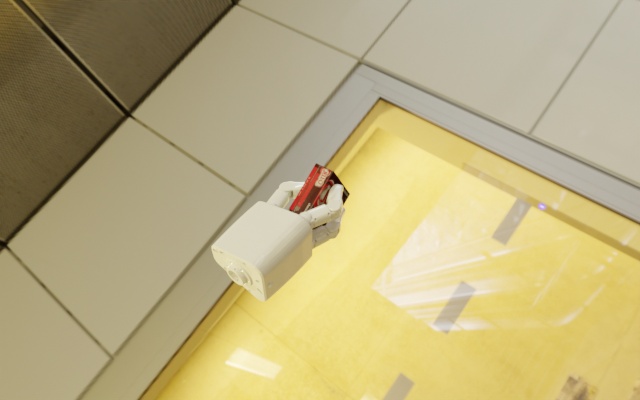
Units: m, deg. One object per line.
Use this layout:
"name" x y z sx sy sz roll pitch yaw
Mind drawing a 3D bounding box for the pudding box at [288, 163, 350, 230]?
"pudding box" 0.000 0.003 0.771 0.039 0.090 0.113 28 -7 22
